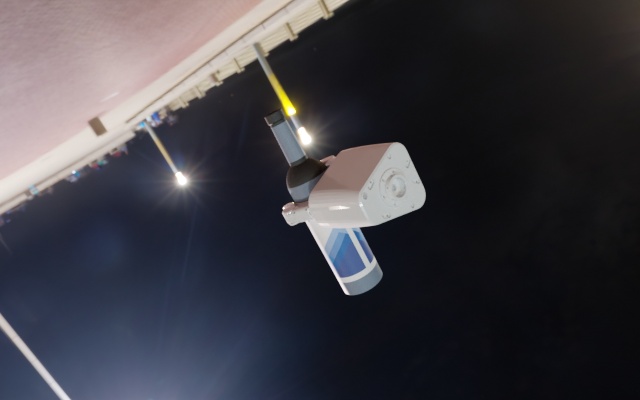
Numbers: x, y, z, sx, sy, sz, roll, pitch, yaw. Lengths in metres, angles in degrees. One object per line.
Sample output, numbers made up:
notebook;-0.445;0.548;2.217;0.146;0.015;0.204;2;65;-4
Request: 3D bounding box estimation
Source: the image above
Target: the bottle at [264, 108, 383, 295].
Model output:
bottle;0.000;0.003;0.706;0.069;0.296;0.069;-26;16;8
